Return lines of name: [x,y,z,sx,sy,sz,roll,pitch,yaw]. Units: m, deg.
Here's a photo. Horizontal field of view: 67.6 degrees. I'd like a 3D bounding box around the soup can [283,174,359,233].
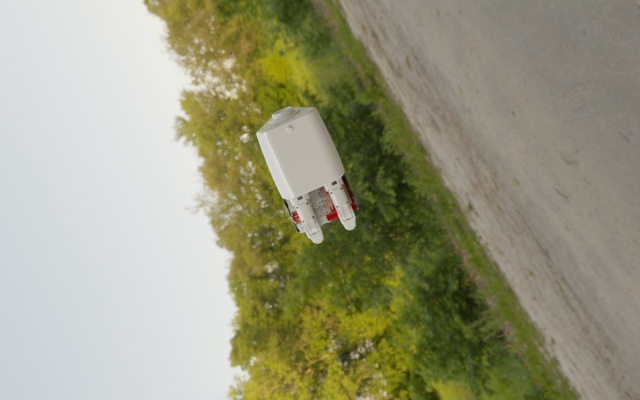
soup can: [0.000,0.003,0.749,0.102,0.068,0.068,-23,0,0]
